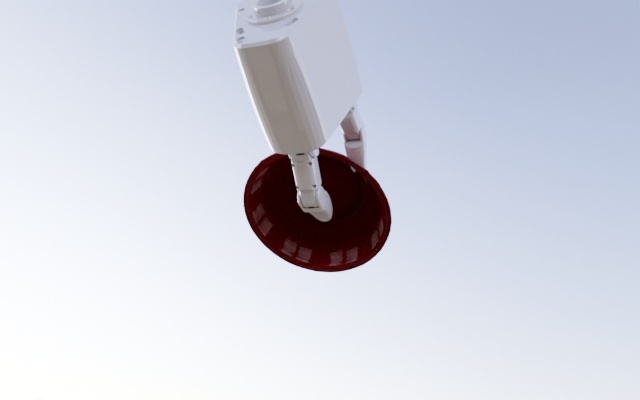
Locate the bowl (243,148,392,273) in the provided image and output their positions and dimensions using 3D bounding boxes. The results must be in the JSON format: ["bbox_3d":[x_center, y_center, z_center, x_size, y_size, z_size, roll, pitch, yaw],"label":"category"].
[{"bbox_3d":[0.000,0.003,0.527,0.162,0.162,0.055,0,33,16],"label":"bowl"}]
